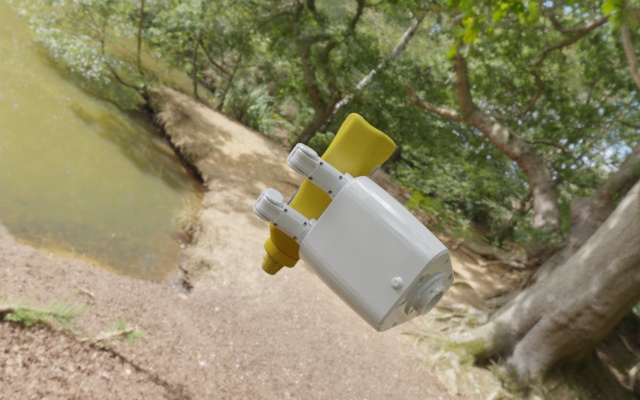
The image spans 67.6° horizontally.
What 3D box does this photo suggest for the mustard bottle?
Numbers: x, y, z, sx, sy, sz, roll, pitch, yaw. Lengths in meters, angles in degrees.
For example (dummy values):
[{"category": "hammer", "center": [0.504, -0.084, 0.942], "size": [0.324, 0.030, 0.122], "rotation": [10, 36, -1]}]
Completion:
[{"category": "mustard bottle", "center": [0.000, 0.001, 0.504], "size": [0.058, 0.191, 0.096], "rotation": [38, 9, 7]}]
